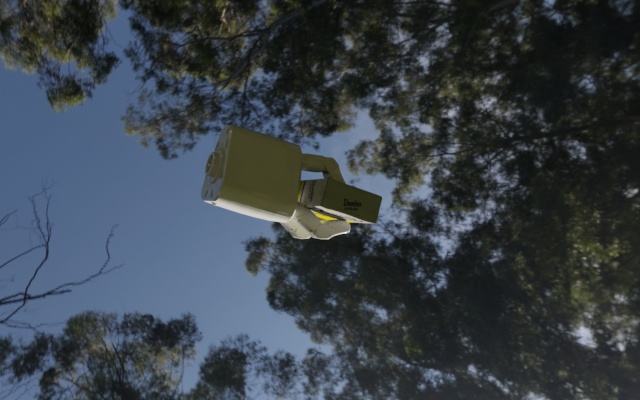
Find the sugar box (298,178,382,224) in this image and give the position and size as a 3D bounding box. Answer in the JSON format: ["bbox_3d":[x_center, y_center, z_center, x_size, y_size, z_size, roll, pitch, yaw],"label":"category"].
[{"bbox_3d":[0.000,0.003,0.702,0.093,0.048,0.176,18,-7,-28],"label":"sugar box"}]
